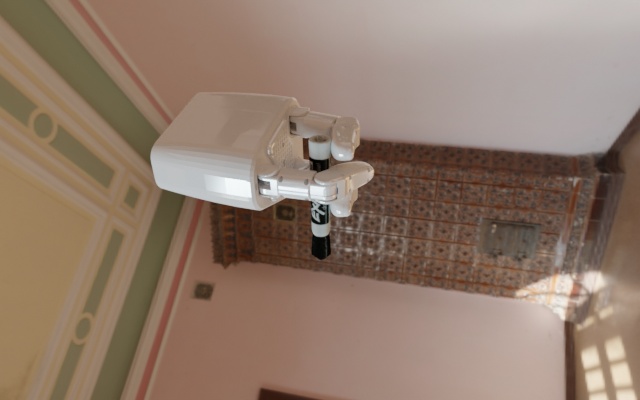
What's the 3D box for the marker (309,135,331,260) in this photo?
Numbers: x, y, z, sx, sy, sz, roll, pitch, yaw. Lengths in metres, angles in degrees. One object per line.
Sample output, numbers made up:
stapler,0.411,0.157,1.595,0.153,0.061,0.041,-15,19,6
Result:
marker,0.000,0.001,0.425,0.020,0.121,0.020,-1,29,0
